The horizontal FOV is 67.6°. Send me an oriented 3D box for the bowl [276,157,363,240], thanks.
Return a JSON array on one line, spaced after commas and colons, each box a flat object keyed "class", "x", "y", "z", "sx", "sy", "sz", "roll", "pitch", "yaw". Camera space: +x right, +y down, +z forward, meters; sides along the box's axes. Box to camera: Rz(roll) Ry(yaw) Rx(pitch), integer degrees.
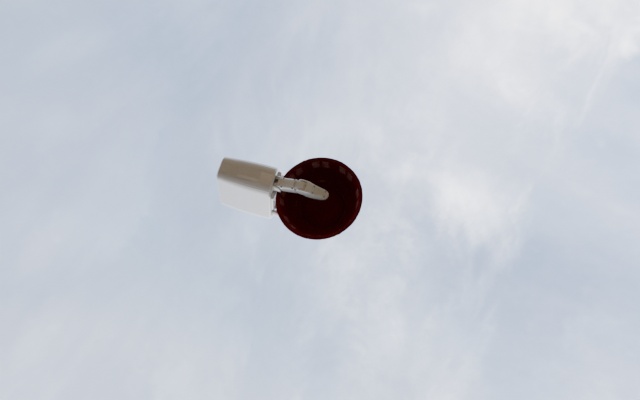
[{"class": "bowl", "x": 0.001, "y": 0.004, "z": 0.893, "sx": 0.162, "sy": 0.162, "sz": 0.055, "roll": 0, "pitch": -21, "yaw": 9}]
